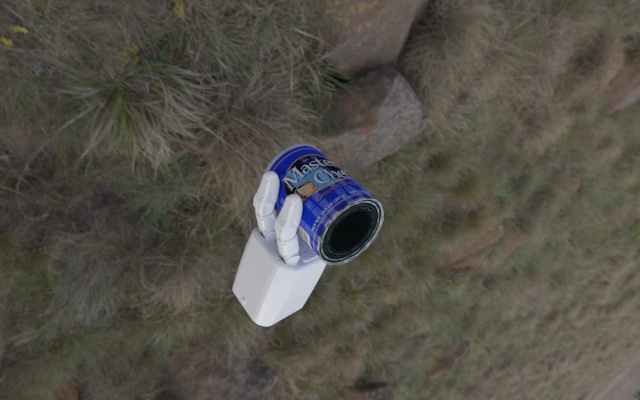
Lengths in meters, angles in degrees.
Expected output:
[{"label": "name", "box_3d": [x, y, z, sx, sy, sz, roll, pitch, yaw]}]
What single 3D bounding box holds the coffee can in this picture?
[{"label": "coffee can", "box_3d": [0.000, 0.002, 0.633, 0.103, 0.103, 0.140, 0, 33, -42]}]
